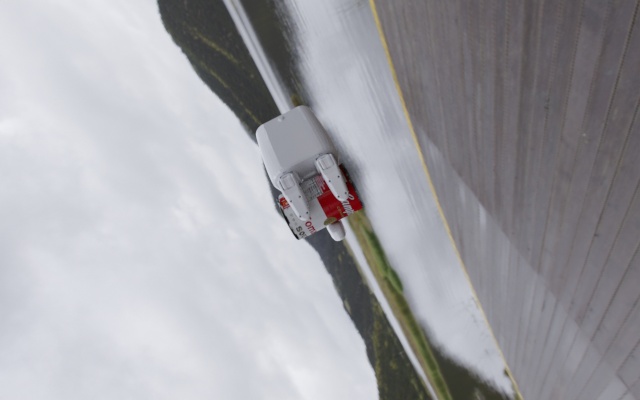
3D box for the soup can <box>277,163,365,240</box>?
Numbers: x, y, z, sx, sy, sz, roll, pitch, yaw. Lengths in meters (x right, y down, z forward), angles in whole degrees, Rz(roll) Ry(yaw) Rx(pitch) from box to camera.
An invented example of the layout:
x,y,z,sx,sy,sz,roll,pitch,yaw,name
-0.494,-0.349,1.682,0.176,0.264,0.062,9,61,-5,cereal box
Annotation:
x,y,z,sx,sy,sz,roll,pitch,yaw,name
0.000,0.003,0.647,0.102,0.068,0.068,-27,-1,1,soup can
